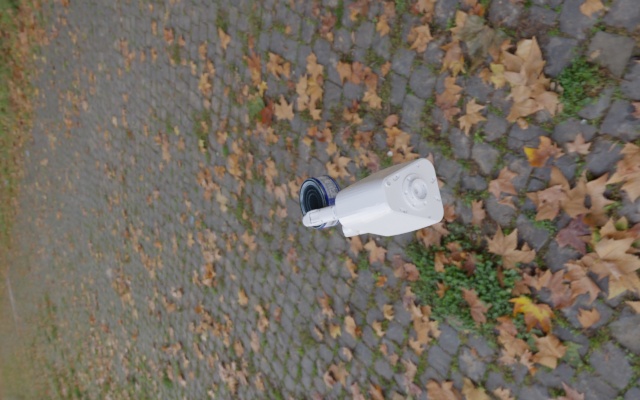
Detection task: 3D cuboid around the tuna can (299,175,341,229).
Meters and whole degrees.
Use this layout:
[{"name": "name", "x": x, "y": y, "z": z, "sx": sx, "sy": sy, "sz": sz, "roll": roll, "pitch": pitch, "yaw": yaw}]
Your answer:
[{"name": "tuna can", "x": 0.000, "y": 0.003, "z": 0.778, "sx": 0.034, "sy": 0.086, "sz": 0.086, "roll": -11, "pitch": 6, "yaw": -32}]
